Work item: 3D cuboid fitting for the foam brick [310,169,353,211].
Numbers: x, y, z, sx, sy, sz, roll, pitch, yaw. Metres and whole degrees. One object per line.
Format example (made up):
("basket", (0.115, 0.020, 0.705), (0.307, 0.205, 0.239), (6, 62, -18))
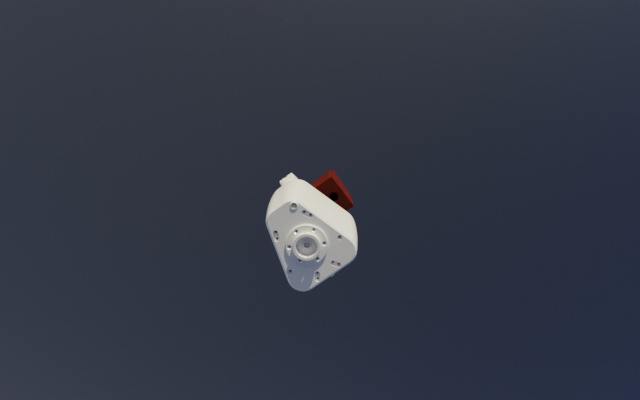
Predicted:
("foam brick", (0.000, 0.002, 0.668), (0.078, 0.053, 0.051), (-36, 12, 8))
